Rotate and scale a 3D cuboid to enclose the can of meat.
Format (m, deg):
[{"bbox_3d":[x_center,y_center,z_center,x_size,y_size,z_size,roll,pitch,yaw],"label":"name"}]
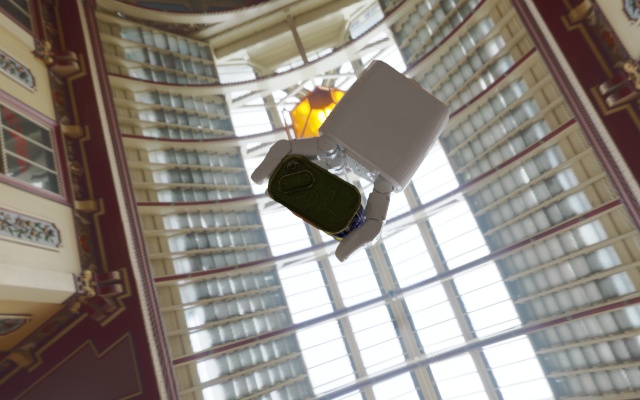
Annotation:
[{"bbox_3d":[0.000,0.002,0.543,0.102,0.057,0.084,30,-7,17],"label":"can of meat"}]
